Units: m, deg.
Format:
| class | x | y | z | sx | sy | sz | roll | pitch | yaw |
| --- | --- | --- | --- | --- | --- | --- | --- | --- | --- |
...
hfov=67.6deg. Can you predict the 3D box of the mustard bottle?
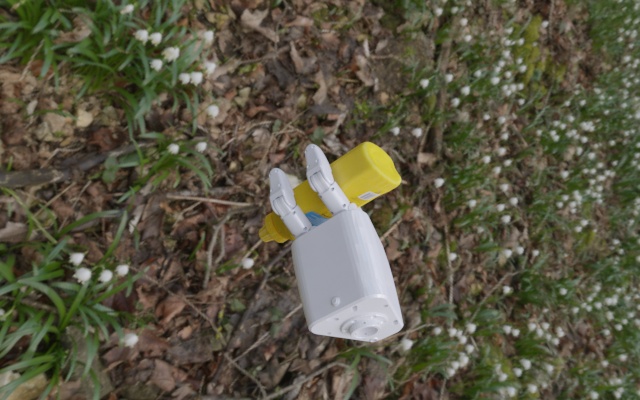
| class | x | y | z | sx | sy | sz | roll | pitch | yaw |
| --- | --- | --- | --- | --- | --- | --- | --- | --- | --- |
| mustard bottle | 0.000 | 0.002 | 0.593 | 0.192 | 0.058 | 0.096 | -32 | -19 | 22 |
